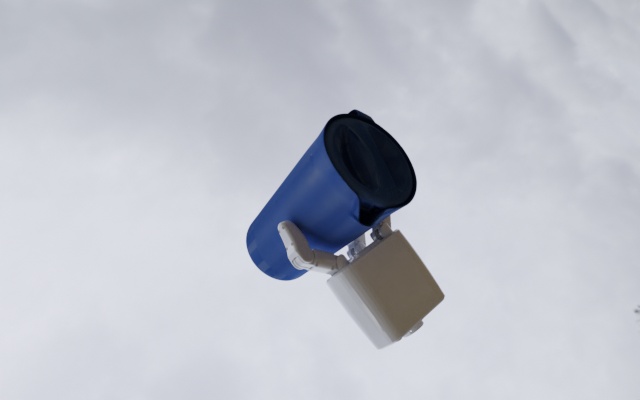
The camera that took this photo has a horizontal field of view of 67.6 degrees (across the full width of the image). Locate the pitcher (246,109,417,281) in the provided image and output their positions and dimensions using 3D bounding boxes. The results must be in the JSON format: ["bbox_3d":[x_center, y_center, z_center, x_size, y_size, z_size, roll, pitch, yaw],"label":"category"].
[{"bbox_3d":[0.000,0.002,0.631,0.149,0.145,0.243,-28,-11,-47],"label":"pitcher"}]
